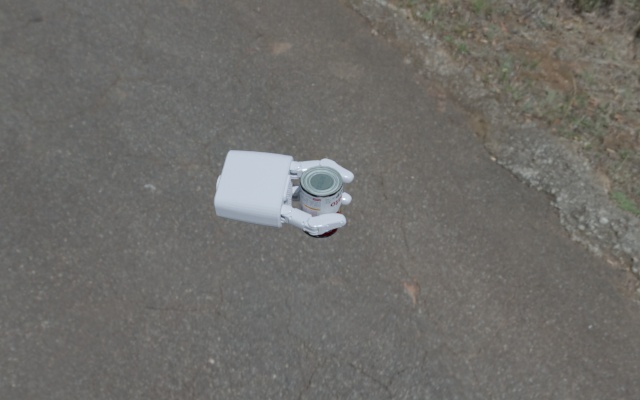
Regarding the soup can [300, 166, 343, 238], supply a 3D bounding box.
[{"bbox_3d":[0.001,0.002,0.761,0.068,0.068,0.102,0,-42,-2],"label":"soup can"}]
